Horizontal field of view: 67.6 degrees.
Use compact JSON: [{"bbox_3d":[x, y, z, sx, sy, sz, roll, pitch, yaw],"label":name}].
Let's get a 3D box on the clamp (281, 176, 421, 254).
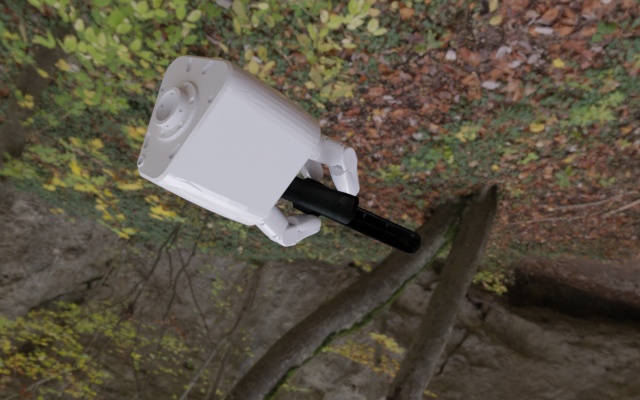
[{"bbox_3d":[-0.001,0.002,0.510,0.210,0.036,0.165,22,-4,42],"label":"clamp"}]
